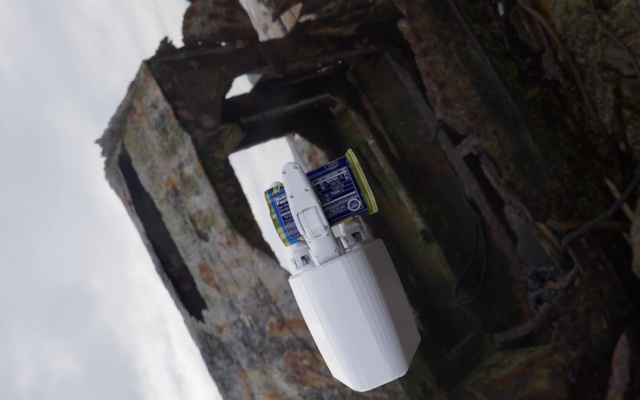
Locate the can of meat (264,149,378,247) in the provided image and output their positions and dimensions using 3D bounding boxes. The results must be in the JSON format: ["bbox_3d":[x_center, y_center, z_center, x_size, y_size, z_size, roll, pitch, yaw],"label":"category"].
[{"bbox_3d":[0.000,0.001,0.432,0.084,0.057,0.102,-24,-4,1],"label":"can of meat"}]
